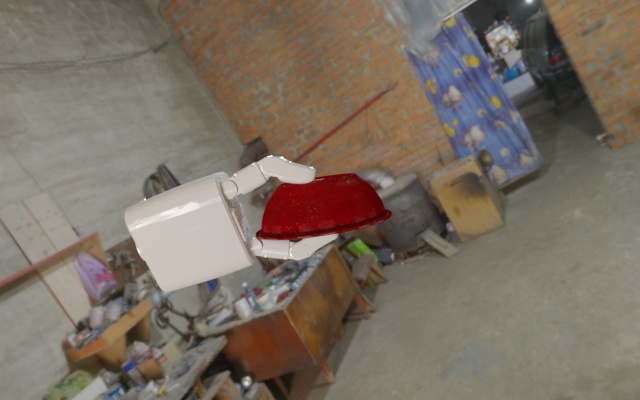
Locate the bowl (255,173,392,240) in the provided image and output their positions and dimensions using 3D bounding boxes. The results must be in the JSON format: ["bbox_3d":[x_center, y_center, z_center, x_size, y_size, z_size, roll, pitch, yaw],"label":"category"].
[{"bbox_3d":[0.001,0.001,0.558,0.162,0.055,0.162,-9,6,1],"label":"bowl"}]
